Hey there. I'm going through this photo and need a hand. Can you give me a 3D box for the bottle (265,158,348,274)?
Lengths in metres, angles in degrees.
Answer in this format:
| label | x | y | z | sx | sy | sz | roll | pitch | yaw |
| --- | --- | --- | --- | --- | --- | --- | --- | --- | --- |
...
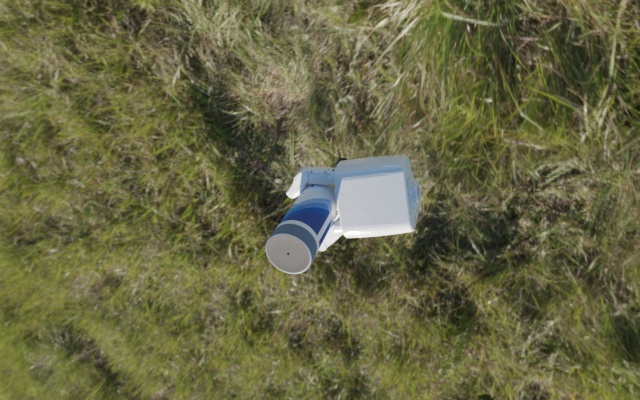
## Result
| label | x | y | z | sx | sy | sz | roll | pitch | yaw |
| --- | --- | --- | --- | --- | --- | --- | --- | --- | --- |
| bottle | 0.000 | 0.003 | 0.760 | 0.069 | 0.069 | 0.295 | 0 | 28 | 20 |
